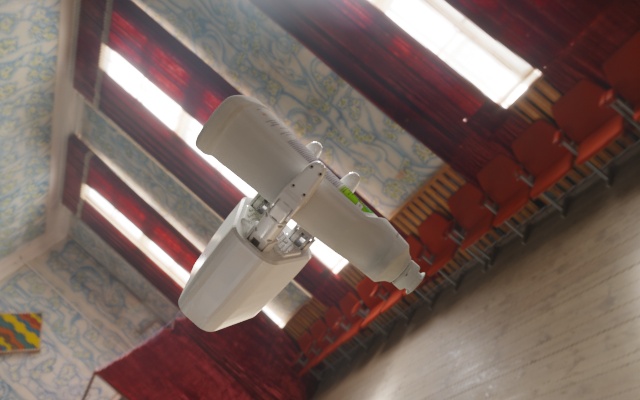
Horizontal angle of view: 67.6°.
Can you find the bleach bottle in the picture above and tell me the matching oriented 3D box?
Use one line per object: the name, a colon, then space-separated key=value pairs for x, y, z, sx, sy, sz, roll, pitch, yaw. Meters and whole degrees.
bleach bottle: x=0.000 y=0.001 z=0.475 sx=0.251 sy=0.068 sz=0.102 roll=42 pitch=15 yaw=3
